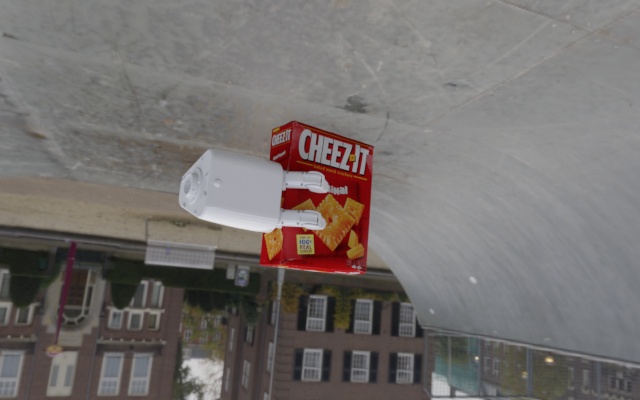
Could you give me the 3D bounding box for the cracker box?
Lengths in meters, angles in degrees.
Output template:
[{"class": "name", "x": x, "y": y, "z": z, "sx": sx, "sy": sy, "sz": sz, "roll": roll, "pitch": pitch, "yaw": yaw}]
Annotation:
[{"class": "cracker box", "x": 0.000, "y": 0.003, "z": 0.743, "sx": 0.164, "sy": 0.213, "sz": 0.072, "roll": 12, "pitch": -12, "yaw": -35}]
